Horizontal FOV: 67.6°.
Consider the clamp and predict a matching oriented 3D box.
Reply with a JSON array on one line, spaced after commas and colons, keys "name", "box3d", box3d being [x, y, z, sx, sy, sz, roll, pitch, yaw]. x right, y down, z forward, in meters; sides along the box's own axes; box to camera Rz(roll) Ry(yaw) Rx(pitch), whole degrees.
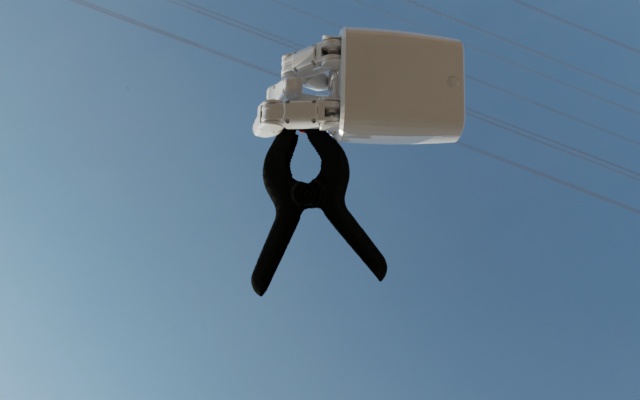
[{"name": "clamp", "box3d": [0.000, 0.001, 0.433, 0.120, 0.171, 0.039, 2, -5, -3]}]
